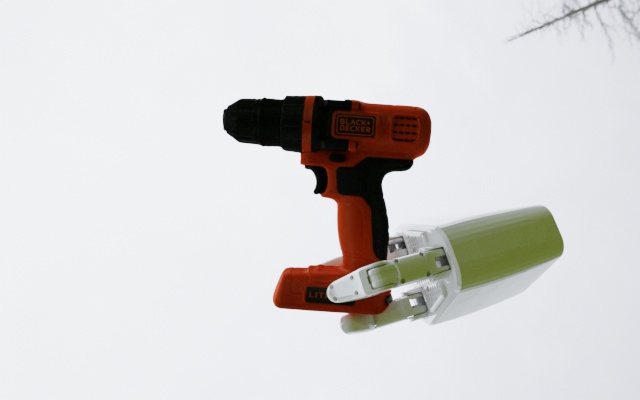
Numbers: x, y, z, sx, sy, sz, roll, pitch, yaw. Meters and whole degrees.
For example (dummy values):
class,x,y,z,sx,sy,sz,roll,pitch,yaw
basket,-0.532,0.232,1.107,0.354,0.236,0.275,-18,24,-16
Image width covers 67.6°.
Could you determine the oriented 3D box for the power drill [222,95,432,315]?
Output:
class,x,y,z,sx,sy,sz,roll,pitch,yaw
power drill,0.000,0.002,0.425,0.184,0.187,0.057,4,4,5
